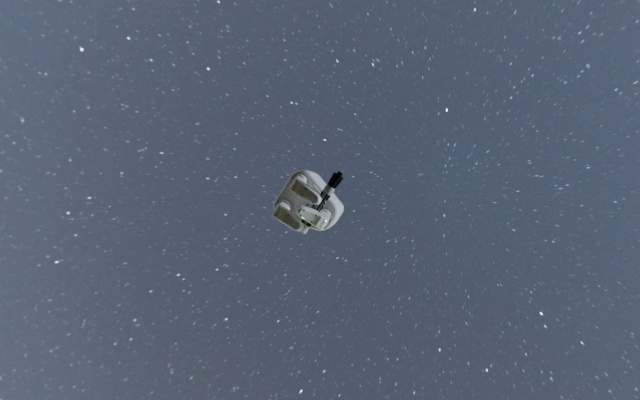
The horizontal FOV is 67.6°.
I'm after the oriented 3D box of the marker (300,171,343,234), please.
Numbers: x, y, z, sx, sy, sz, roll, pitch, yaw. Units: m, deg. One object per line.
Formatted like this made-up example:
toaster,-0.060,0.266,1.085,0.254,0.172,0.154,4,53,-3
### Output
marker,0.000,0.003,0.804,0.020,0.121,0.020,33,9,-6
